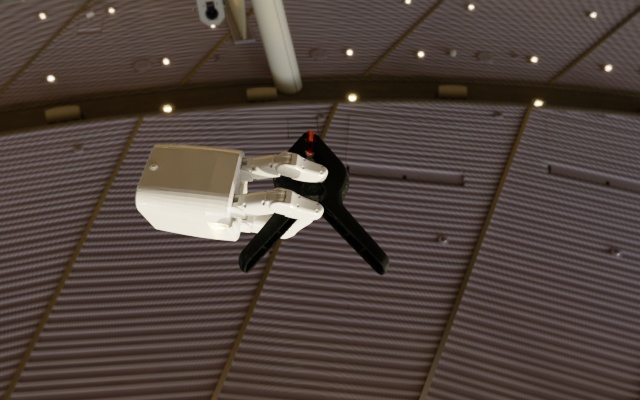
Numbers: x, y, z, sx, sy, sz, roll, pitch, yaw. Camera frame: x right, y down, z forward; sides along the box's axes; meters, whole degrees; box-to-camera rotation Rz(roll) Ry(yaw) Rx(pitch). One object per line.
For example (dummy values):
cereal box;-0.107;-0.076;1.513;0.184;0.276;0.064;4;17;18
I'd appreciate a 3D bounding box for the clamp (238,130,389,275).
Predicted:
clamp;0.000;0.002;0.574;0.164;0.209;0.036;8;-38;-3
